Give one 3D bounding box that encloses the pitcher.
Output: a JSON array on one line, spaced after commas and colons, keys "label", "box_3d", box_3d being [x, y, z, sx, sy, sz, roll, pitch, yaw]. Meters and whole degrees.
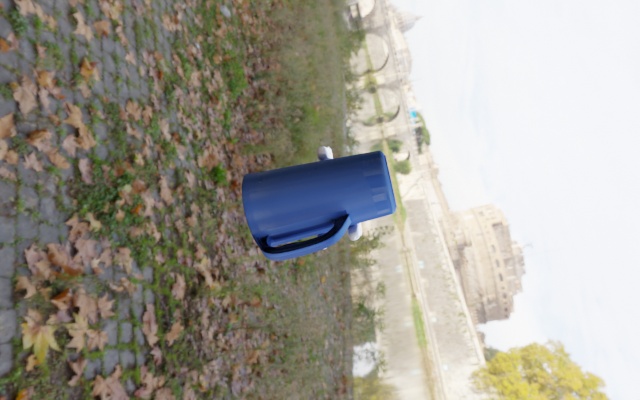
[{"label": "pitcher", "box_3d": [0.000, 0.003, 0.798, 0.243, 0.149, 0.145, -13, 2, 9]}]
